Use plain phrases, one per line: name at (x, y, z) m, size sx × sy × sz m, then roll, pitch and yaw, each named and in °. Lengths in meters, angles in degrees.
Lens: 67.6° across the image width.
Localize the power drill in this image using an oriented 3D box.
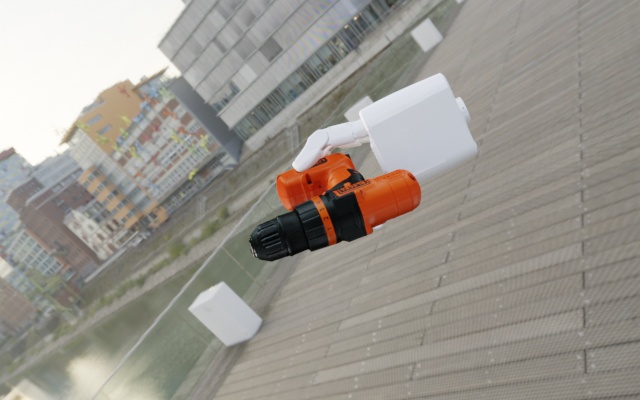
power drill at (0.000, 0.002, 0.551) m, size 0.184 × 0.057 × 0.187 m, roll -19°, pitch 19°, yaw -9°
